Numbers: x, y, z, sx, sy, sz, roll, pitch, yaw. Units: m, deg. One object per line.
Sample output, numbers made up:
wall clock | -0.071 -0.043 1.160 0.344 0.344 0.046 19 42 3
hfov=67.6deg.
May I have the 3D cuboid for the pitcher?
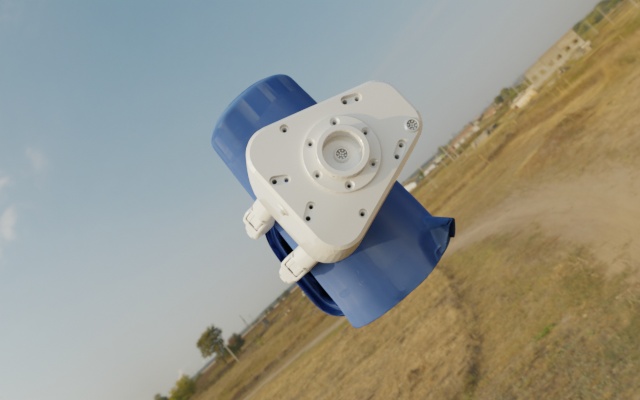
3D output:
pitcher | 0.000 0.002 0.484 0.149 0.243 0.145 -42 -5 -7
